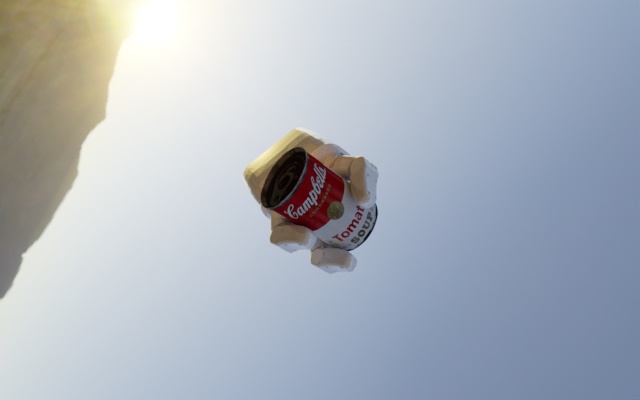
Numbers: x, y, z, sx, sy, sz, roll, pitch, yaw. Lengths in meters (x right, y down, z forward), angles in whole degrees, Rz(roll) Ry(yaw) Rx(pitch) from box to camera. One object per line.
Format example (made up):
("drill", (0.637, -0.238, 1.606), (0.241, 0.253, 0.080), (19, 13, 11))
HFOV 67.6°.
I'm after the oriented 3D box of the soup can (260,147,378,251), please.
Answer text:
("soup can", (0.001, 0.002, 0.482), (0.102, 0.068, 0.068), (33, -18, -30))
